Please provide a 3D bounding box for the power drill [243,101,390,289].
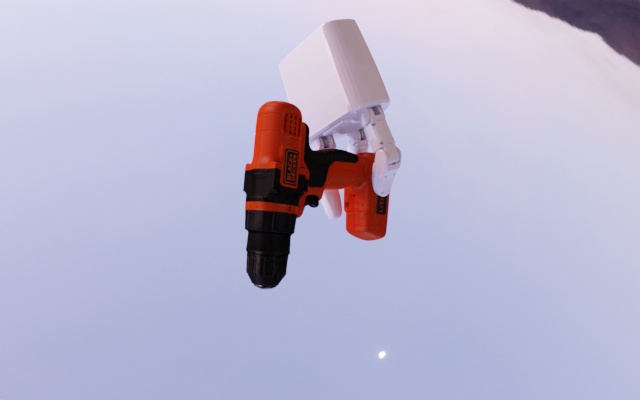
[{"bbox_3d":[0.000,0.001,0.517,0.057,0.184,0.188,2,-5,42],"label":"power drill"}]
